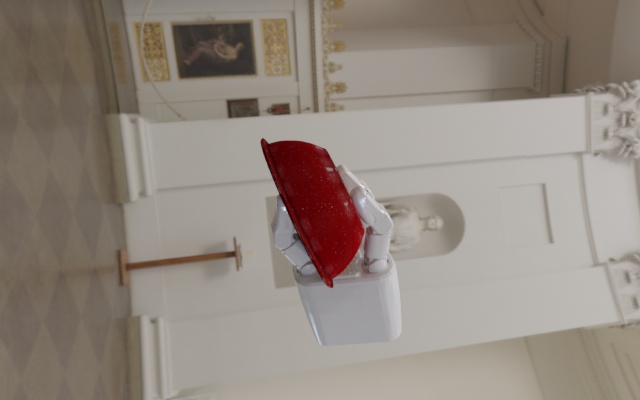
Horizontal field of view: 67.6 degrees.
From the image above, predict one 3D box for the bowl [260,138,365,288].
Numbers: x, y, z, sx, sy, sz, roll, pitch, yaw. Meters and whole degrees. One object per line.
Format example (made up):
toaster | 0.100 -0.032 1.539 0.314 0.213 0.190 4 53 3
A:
bowl | 0.000 0.001 0.470 0.055 0.162 0.162 -25 -1 2
